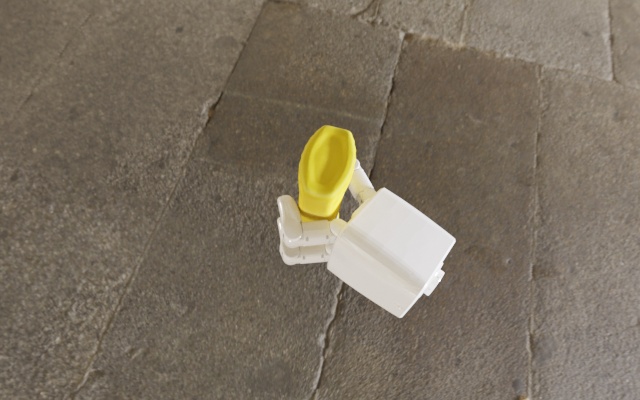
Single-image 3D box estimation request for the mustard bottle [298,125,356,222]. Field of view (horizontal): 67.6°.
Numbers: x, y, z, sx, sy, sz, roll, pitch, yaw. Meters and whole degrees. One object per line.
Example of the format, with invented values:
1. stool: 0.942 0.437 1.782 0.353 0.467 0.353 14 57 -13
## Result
1. mustard bottle: 0.000 0.002 0.584 0.058 0.096 0.192 13 -29 2
